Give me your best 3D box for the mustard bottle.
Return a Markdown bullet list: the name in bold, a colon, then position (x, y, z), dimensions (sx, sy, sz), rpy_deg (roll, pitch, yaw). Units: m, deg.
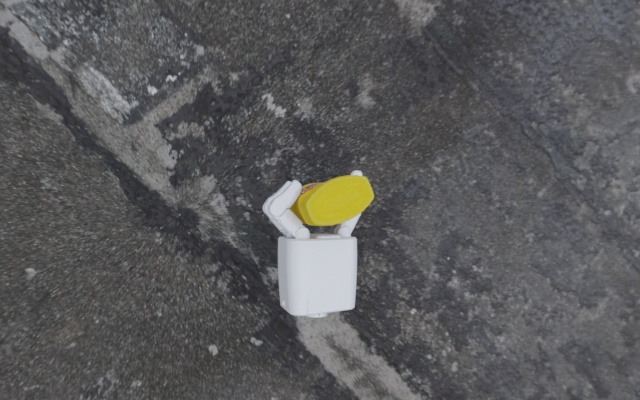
- **mustard bottle**: position (0.000, 0.002, 0.702), dimensions (0.096, 0.058, 0.191), rpy_deg (-25, 5, -16)
